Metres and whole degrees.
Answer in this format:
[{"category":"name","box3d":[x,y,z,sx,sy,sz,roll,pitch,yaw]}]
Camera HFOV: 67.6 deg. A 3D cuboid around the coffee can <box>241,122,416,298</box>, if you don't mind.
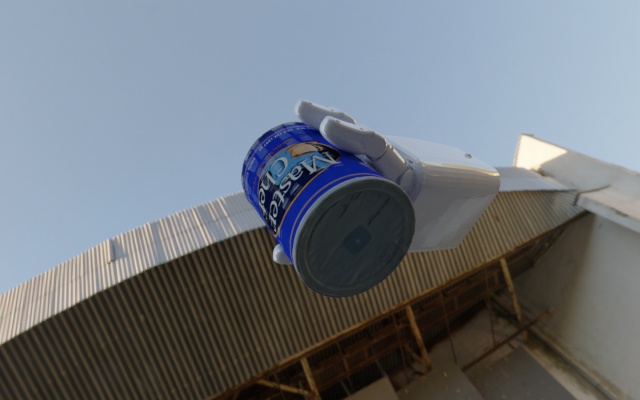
[{"category":"coffee can","box3d":[0.000,0.001,0.415,0.103,0.103,0.140,0,25,-27]}]
